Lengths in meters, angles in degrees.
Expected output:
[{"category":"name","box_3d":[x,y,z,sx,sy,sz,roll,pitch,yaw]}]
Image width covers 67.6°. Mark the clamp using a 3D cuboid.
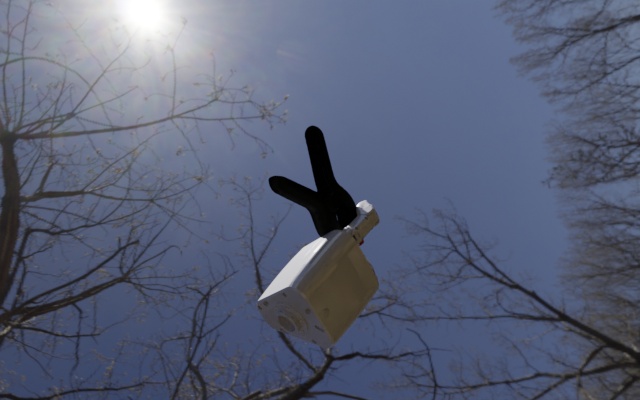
[{"category":"clamp","box_3d":[0.000,0.002,0.611,0.039,0.171,0.120,-10,26,45]}]
